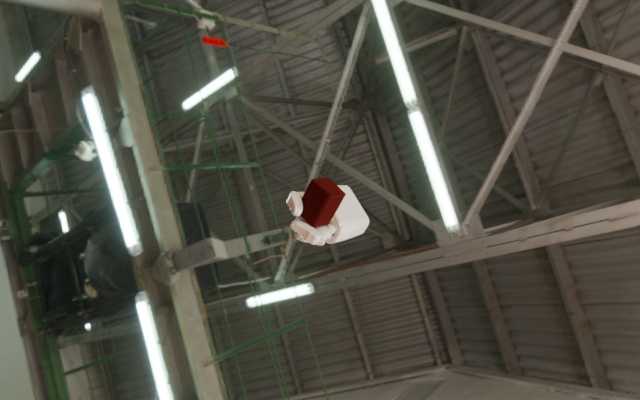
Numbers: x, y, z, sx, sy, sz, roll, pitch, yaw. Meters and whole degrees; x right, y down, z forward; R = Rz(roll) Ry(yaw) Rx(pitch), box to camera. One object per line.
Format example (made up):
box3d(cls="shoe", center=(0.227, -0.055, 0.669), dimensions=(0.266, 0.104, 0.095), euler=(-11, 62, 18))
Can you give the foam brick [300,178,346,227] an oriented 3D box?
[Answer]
box3d(cls="foam brick", center=(0.000, 0.003, 0.897), dimensions=(0.051, 0.078, 0.053), euler=(-8, 45, -49))
